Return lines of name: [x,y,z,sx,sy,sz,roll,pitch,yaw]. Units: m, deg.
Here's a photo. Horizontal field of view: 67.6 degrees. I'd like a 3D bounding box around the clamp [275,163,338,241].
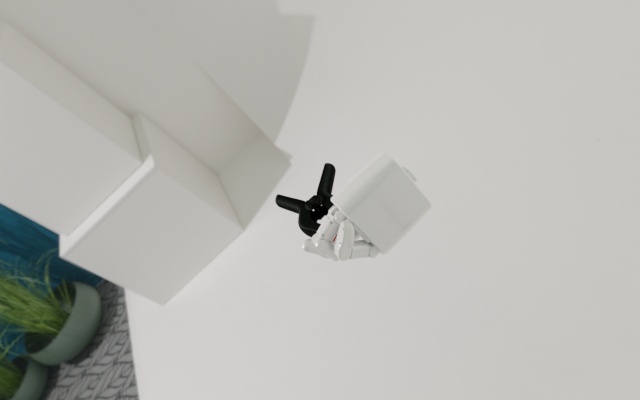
clamp: [0.000,0.002,0.786,0.039,0.120,0.171,47,0,-40]
